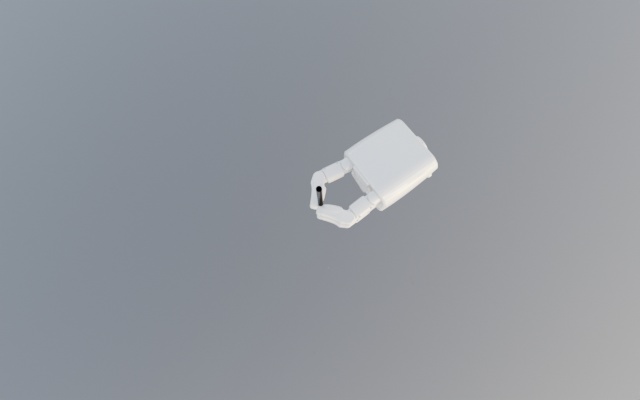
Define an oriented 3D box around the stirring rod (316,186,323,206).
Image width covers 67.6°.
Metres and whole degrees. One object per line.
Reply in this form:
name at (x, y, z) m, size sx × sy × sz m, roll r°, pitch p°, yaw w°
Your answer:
stirring rod at (0.000, 0.002, 0.710) m, size 0.011 × 0.011 × 0.239 m, roll 0°, pitch -8°, yaw 1°
